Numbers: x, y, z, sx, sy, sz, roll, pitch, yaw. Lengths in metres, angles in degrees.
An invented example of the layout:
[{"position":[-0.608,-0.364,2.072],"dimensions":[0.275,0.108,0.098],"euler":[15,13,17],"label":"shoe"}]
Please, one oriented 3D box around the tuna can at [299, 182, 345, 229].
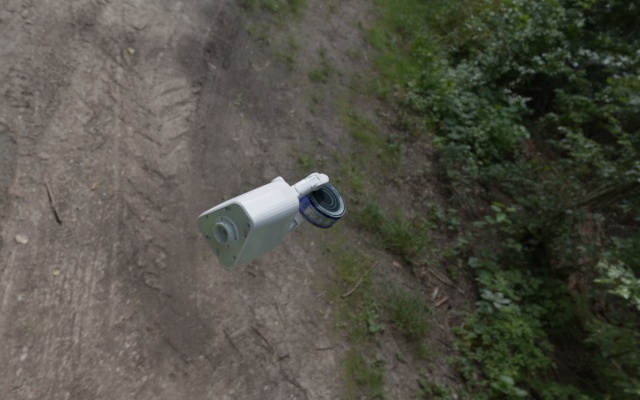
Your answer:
[{"position":[0.001,0.002,0.798],"dimensions":[0.086,0.086,0.034],"euler":[0,-35,-48],"label":"tuna can"}]
